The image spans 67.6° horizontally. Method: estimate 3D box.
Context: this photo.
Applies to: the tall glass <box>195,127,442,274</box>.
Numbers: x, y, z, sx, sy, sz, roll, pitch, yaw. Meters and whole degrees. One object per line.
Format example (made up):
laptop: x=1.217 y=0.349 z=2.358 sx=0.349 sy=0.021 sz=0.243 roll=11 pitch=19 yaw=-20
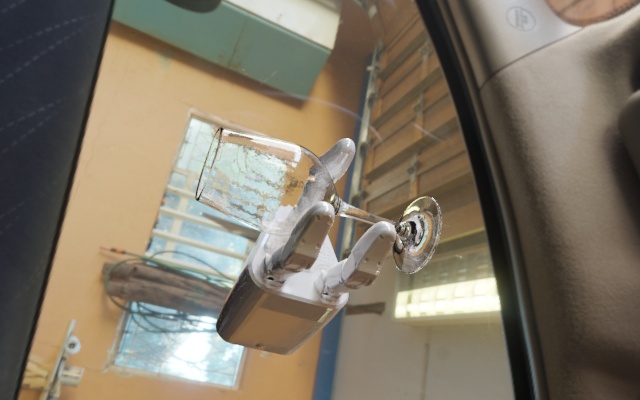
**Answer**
tall glass: x=0.001 y=0.001 z=0.409 sx=0.201 sy=0.079 sz=0.079 roll=19 pitch=-7 yaw=-20
